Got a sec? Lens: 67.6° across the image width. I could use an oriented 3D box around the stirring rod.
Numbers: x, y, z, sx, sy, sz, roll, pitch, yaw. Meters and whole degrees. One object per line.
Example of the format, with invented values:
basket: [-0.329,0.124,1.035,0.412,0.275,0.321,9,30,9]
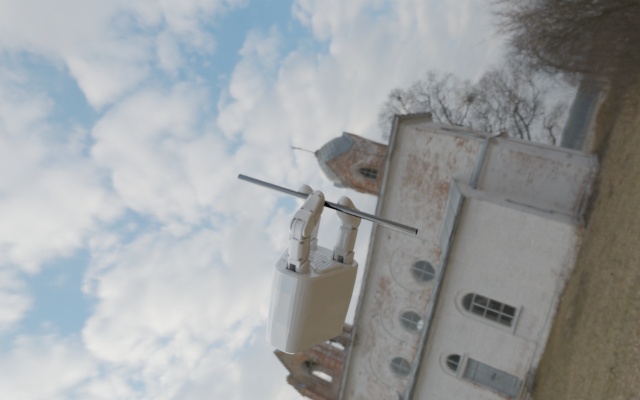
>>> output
stirring rod: [0.000,0.002,0.570,0.239,0.011,0.011,17,7,24]
